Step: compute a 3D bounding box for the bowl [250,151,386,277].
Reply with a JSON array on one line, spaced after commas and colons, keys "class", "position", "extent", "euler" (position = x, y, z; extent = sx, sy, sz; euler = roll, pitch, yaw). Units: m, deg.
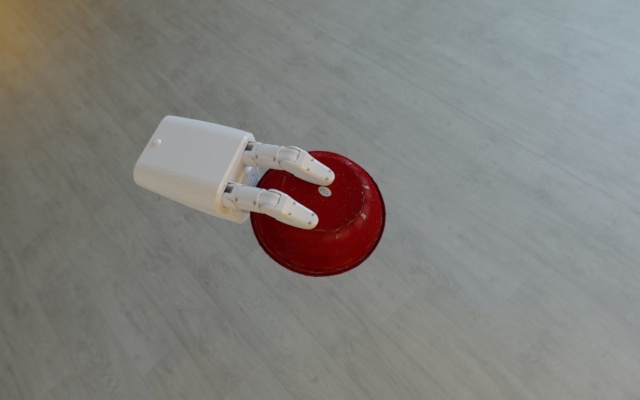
[{"class": "bowl", "position": [0.001, 0.002, 0.542], "extent": [0.162, 0.162, 0.055], "euler": [0, -24, -6]}]
